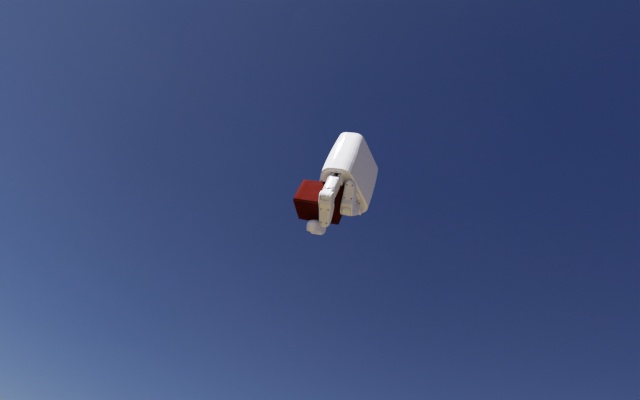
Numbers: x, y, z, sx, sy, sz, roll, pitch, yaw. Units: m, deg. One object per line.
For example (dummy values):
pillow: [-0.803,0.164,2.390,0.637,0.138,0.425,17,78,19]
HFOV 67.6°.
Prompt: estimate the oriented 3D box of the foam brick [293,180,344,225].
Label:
foam brick: [0.000,0.003,0.837,0.078,0.051,0.053,8,-41,18]
